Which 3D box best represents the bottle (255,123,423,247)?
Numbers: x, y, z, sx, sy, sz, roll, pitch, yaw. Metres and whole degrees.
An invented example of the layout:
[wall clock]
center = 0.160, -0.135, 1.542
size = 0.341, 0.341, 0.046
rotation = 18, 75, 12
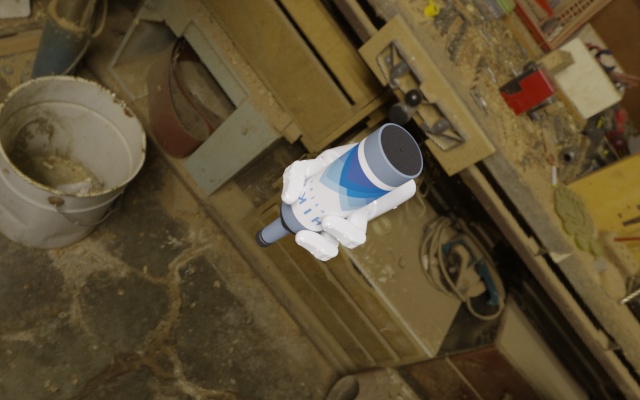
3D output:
[bottle]
center = 0.000, 0.002, 0.618
size = 0.069, 0.069, 0.296
rotation = 0, -23, -40
